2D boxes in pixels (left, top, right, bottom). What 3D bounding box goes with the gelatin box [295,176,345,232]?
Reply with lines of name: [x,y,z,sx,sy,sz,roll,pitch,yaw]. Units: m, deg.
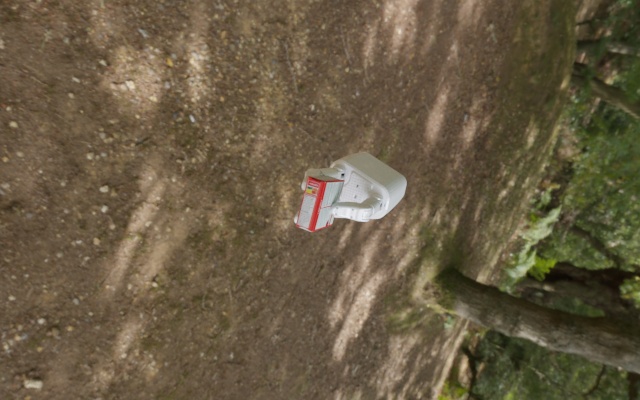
gelatin box: [0.000,0.002,0.693,0.030,0.073,0.089,18,10,18]
